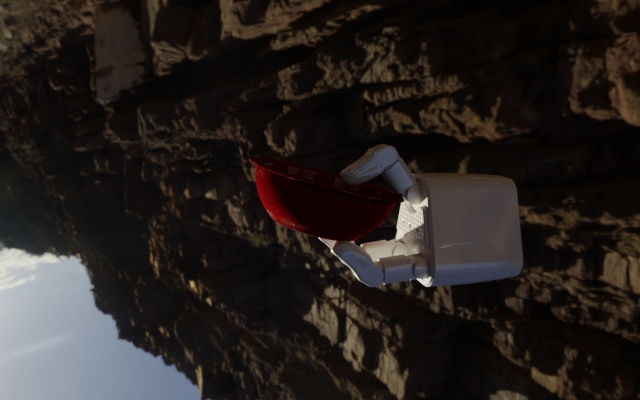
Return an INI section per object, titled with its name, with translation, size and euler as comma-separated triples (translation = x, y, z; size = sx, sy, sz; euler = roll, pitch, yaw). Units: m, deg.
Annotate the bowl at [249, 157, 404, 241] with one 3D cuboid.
[bowl]
translation = -0.001, 0.002, 0.488
size = 0.162, 0.055, 0.162
euler = 15, 8, -2
